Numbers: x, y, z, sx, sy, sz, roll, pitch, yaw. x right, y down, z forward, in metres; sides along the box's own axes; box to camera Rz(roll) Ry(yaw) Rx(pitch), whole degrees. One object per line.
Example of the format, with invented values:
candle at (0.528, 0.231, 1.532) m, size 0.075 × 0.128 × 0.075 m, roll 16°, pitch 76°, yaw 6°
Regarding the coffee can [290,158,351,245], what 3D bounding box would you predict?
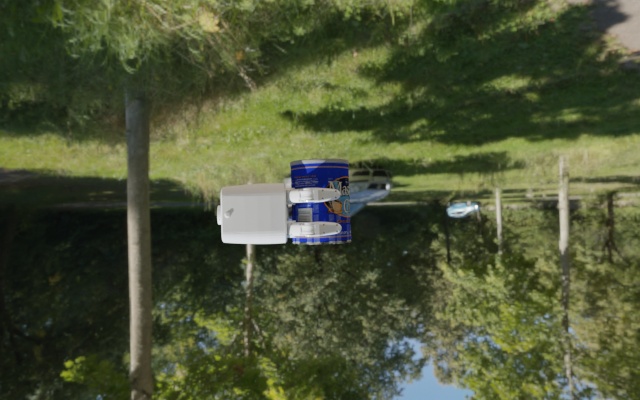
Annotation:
coffee can at (0.000, 0.003, 0.826) m, size 0.103 × 0.140 × 0.103 m, roll -2°, pitch -1°, yaw 0°
